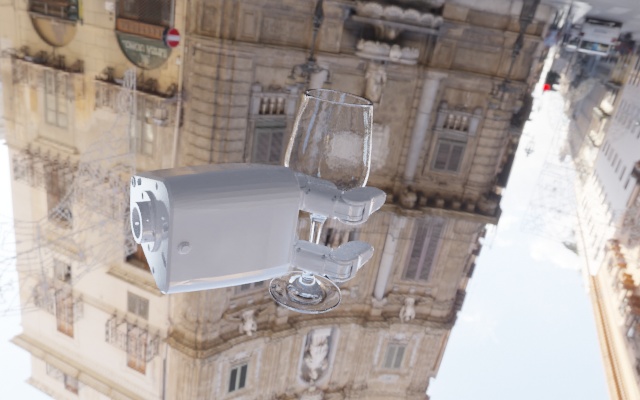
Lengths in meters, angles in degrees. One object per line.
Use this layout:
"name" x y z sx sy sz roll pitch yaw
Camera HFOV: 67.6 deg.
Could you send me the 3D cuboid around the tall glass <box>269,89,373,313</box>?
"tall glass" 0.000 0.002 0.450 0.079 0.201 0.079 9 21 -3
